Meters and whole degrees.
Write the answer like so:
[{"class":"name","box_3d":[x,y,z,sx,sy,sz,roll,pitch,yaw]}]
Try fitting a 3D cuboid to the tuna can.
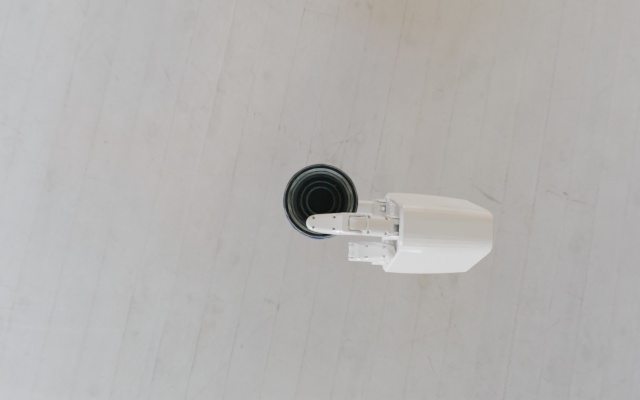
[{"class":"tuna can","box_3d":[0.000,0.002,0.545,0.086,0.086,0.034,0,-5,0]}]
